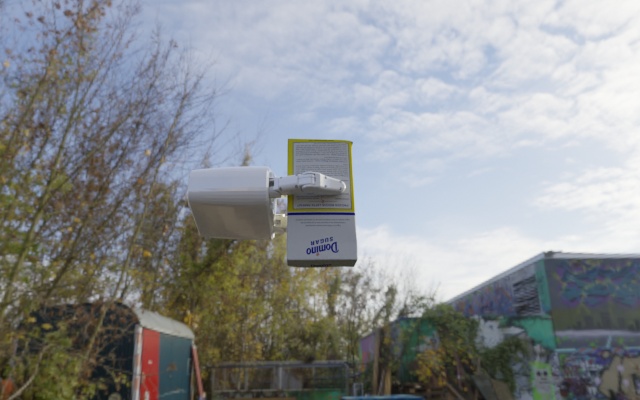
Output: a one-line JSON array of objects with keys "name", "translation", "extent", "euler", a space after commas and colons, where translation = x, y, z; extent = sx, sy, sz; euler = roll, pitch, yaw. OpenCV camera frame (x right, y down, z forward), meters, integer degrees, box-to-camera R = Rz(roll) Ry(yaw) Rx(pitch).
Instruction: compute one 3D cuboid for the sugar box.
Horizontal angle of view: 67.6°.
[{"name": "sugar box", "translation": [0.000, 0.002, 0.653], "extent": [0.093, 0.176, 0.048], "euler": [1, -20, -3]}]
